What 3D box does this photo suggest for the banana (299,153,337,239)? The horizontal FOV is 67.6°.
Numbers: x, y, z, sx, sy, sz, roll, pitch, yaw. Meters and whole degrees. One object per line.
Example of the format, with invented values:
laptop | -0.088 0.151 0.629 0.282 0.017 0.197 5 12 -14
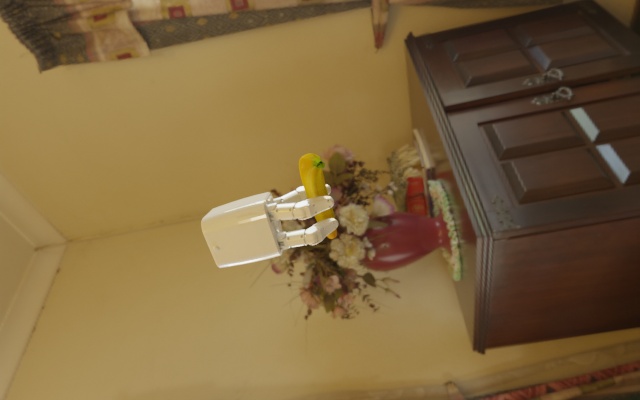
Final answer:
banana | -0.005 -0.013 0.771 0.037 0.069 0.198 -17 -38 -2
